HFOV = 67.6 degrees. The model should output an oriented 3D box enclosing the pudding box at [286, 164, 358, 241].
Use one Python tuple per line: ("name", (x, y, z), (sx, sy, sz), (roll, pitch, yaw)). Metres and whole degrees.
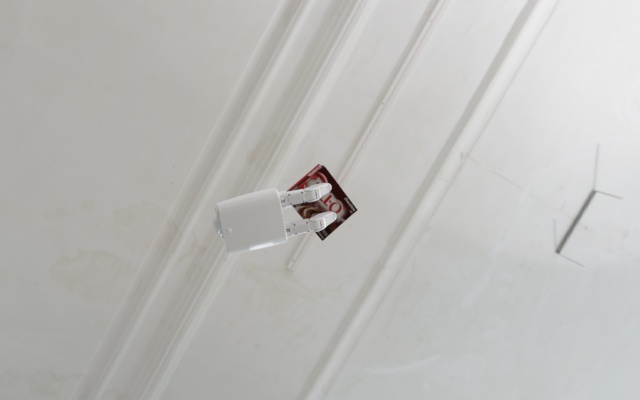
("pudding box", (0.000, 0.003, 0.879), (0.090, 0.113, 0.039), (-41, 23, -6))
